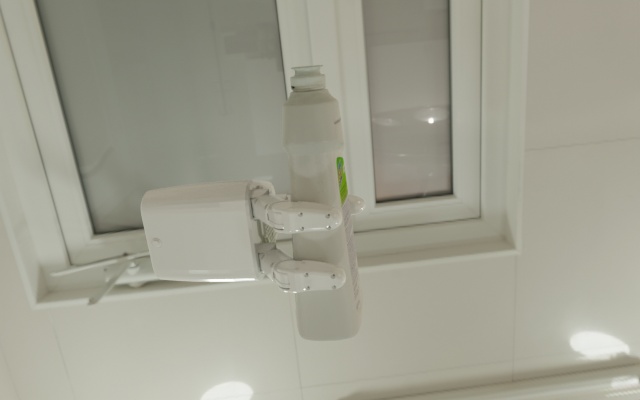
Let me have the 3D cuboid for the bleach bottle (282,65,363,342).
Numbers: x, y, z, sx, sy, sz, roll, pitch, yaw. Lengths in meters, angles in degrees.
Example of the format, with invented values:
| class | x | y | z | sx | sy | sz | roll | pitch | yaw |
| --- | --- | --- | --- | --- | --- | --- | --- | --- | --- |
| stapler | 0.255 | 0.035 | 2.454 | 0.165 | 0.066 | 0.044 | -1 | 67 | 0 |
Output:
| class | x | y | z | sx | sy | sz | roll | pitch | yaw |
| --- | --- | --- | --- | --- | --- | --- | --- | --- | --- |
| bleach bottle | 0.000 | 0.002 | 0.455 | 0.068 | 0.251 | 0.102 | -3 | 18 | 6 |
